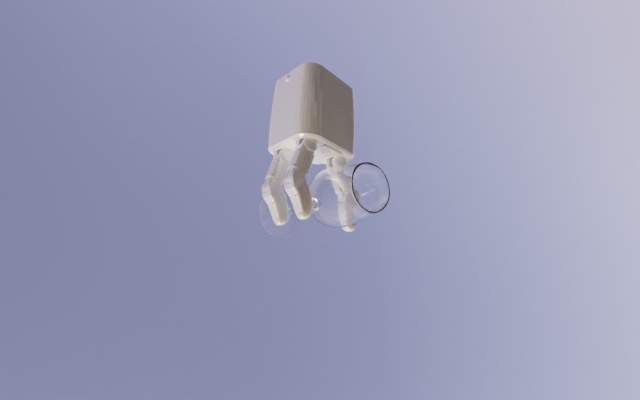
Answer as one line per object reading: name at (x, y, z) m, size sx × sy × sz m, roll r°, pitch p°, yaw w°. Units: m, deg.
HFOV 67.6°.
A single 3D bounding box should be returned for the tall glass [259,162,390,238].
tall glass at (0.000, 0.002, 0.638) m, size 0.079 × 0.079 × 0.201 m, roll 0°, pitch -10°, yaw -38°
